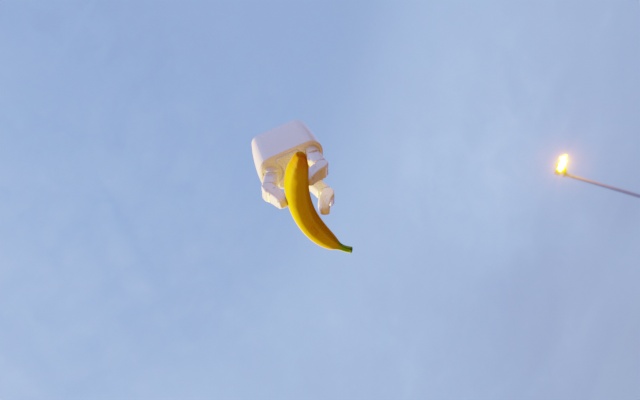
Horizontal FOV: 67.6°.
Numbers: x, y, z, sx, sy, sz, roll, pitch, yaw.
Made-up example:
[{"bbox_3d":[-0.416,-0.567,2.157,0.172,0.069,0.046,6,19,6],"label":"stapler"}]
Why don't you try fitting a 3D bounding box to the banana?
[{"bbox_3d":[-0.015,0.010,0.729,0.069,0.198,0.037,-15,35,20],"label":"banana"}]
